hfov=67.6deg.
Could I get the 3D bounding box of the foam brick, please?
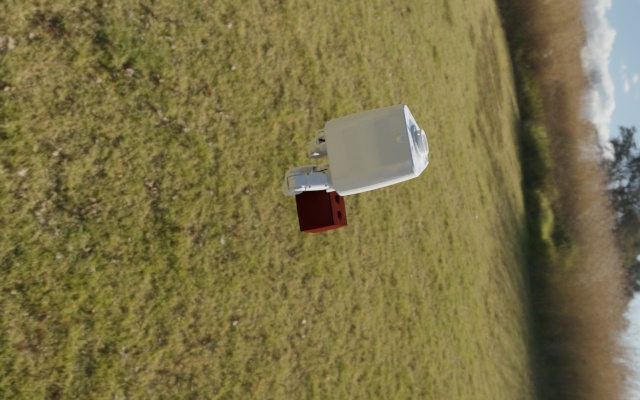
[{"bbox_3d":[0.000,0.002,0.652,0.051,0.078,0.053,-11,-8,21],"label":"foam brick"}]
